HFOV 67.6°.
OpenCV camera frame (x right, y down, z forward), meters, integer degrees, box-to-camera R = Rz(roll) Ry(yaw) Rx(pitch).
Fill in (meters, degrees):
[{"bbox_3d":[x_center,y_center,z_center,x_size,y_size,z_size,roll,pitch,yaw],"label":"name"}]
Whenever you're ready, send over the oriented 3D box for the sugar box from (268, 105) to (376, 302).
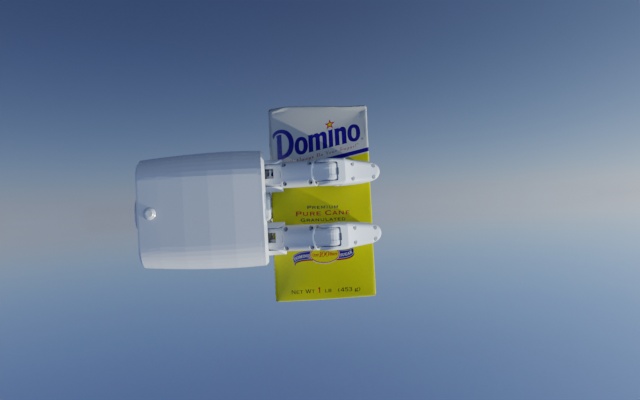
[{"bbox_3d":[0.000,0.002,0.447,0.093,0.176,0.048,-3,-1,-6],"label":"sugar box"}]
